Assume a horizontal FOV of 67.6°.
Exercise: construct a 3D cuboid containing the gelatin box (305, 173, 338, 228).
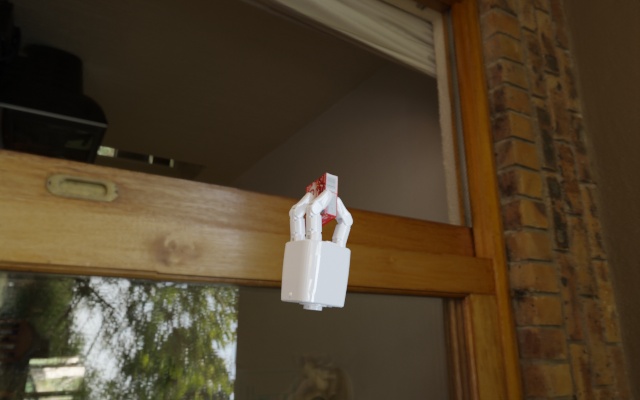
[{"bbox_3d":[0.001,0.003,0.900,0.030,0.089,0.073,18,-31,-28],"label":"gelatin box"}]
